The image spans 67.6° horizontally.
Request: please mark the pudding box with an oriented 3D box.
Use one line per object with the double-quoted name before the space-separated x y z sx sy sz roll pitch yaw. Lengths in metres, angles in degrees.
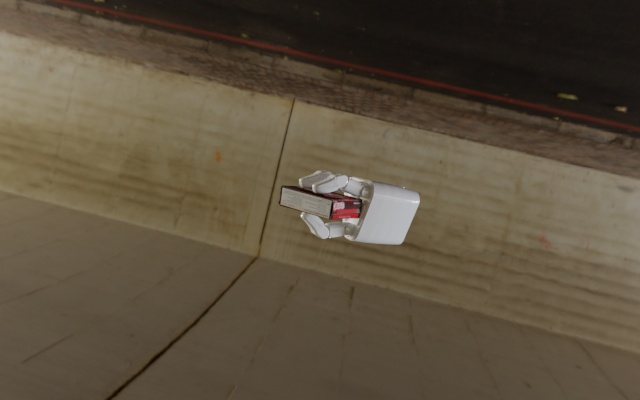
"pudding box" 0.000 0.003 0.807 0.113 0.039 0.090 13 7 35
